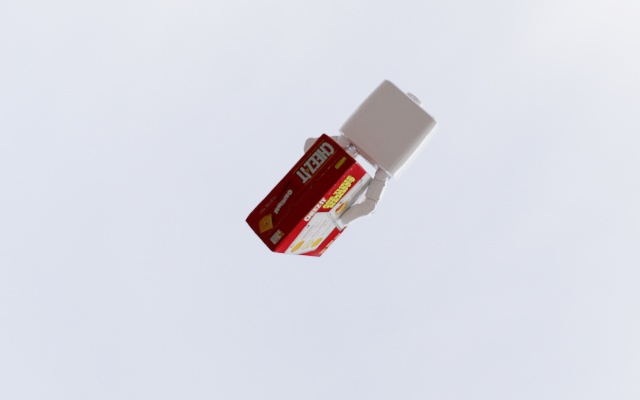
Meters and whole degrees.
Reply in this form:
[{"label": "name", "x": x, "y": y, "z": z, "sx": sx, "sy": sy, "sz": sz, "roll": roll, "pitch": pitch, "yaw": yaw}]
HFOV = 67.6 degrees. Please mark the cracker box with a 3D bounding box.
[{"label": "cracker box", "x": 0.000, "y": 0.003, "z": 0.723, "sx": 0.072, "sy": 0.164, "sz": 0.214, "roll": 44, "pitch": 5, "yaw": 18}]
